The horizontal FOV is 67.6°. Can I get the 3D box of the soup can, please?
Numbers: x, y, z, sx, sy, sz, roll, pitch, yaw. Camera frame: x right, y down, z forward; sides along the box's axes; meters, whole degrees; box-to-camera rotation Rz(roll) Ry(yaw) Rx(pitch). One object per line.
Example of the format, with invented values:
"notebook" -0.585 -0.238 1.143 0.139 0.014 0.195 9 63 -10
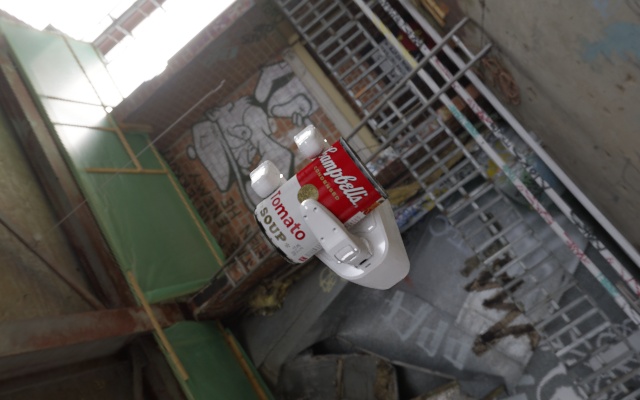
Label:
"soup can" 0.000 0.002 0.424 0.102 0.068 0.068 -38 -7 9
